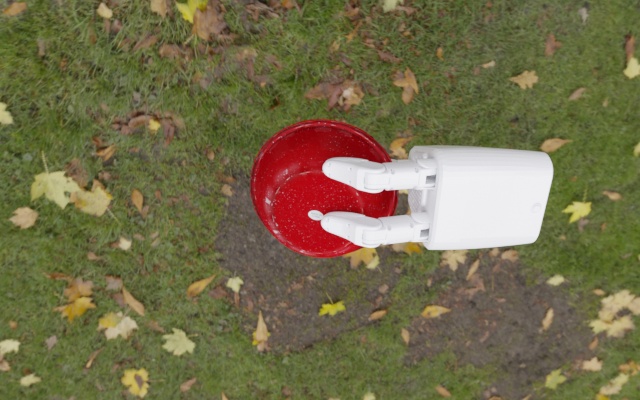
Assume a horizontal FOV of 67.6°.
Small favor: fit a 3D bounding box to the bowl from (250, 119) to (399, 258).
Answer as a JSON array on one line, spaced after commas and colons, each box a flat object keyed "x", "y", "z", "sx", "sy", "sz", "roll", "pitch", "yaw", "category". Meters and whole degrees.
[{"x": -0.001, "y": 0.002, "z": 0.492, "sx": 0.162, "sy": 0.162, "sz": 0.055, "roll": 0, "pitch": 26, "yaw": 8, "category": "bowl"}]
